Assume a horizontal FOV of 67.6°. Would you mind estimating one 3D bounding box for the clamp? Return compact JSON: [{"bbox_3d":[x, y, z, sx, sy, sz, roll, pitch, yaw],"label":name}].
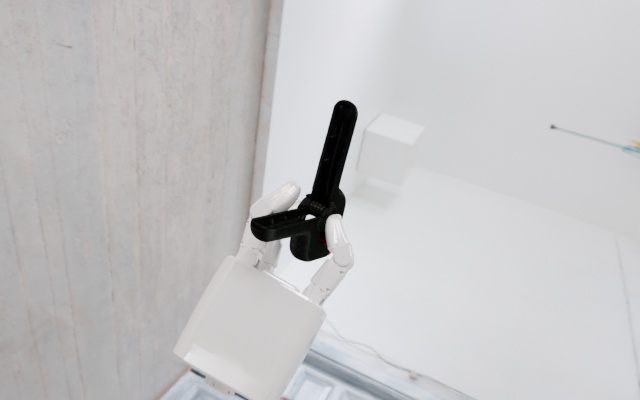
[{"bbox_3d":[0.001,0.002,0.518,0.036,0.164,0.210,27,-16,19],"label":"clamp"}]
